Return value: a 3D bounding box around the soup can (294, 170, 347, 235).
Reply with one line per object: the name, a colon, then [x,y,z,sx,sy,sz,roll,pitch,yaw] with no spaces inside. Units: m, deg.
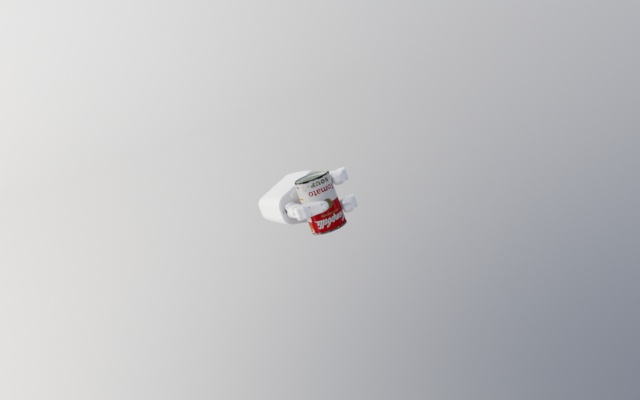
soup can: [0.000,0.003,0.866,0.068,0.102,0.068,-19,13,4]
